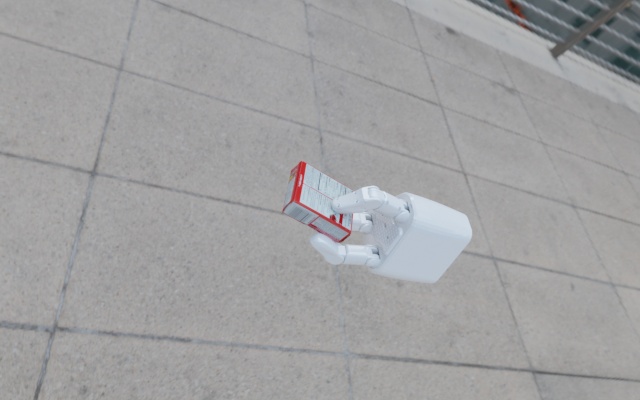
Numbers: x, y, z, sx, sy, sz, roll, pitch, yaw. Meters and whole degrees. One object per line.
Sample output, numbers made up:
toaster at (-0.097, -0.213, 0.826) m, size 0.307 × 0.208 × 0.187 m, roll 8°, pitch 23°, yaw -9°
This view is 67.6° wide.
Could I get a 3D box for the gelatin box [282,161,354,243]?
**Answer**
gelatin box at (0.000, 0.002, 0.597) m, size 0.089 × 0.073 × 0.030 m, roll 30°, pitch -47°, yaw -21°
